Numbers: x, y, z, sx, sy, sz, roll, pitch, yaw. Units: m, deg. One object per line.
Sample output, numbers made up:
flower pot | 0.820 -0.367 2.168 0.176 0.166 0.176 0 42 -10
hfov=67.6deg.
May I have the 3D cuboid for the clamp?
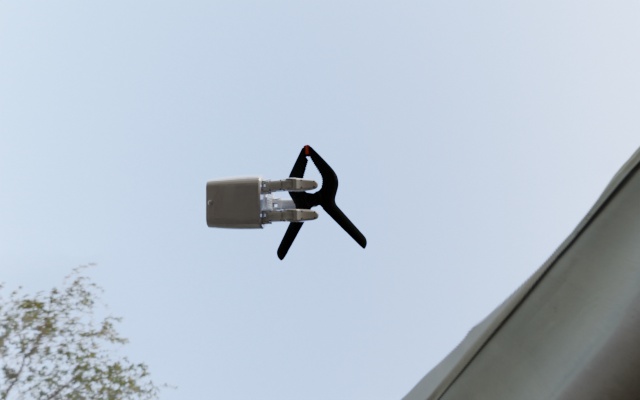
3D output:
clamp | 0.000 0.002 0.872 0.164 0.210 0.036 -2 -5 6
